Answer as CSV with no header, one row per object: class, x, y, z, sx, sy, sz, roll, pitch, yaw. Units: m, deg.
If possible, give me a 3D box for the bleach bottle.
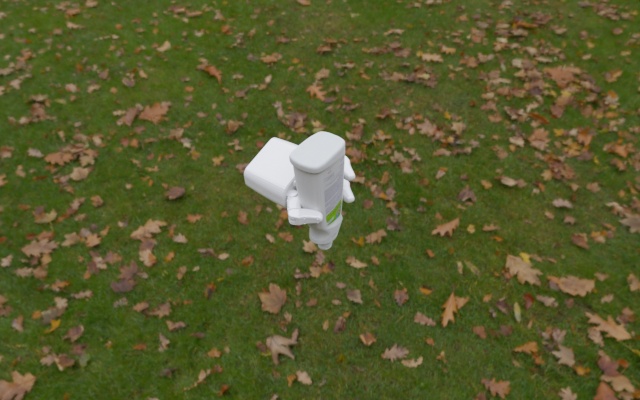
bleach bottle,0.000,0.003,0.878,0.068,0.251,0.102,26,50,27
